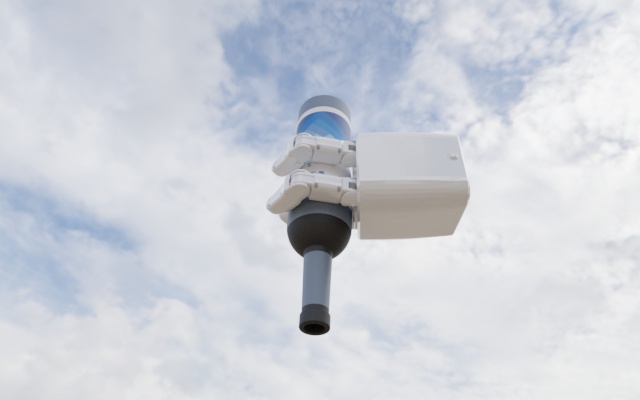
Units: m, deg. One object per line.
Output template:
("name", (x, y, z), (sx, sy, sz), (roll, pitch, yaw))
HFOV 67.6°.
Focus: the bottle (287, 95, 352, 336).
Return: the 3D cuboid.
("bottle", (0.000, 0.001, 0.509), (0.069, 0.295, 0.069), (2, -42, 1))
